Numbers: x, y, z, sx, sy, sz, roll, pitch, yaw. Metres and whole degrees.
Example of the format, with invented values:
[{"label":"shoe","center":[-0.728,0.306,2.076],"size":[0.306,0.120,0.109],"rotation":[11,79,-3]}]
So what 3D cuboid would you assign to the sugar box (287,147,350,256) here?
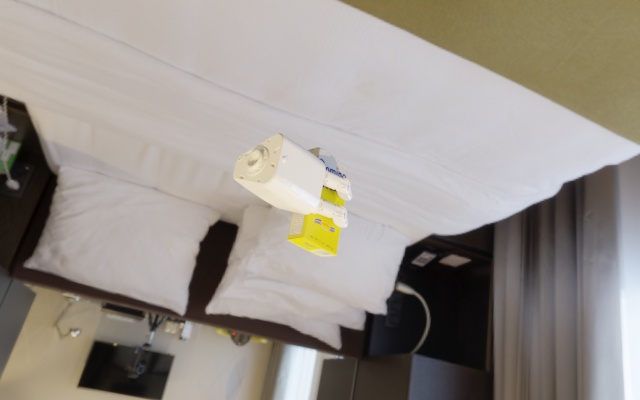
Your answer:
[{"label":"sugar box","center":[0.000,0.003,0.849],"size":[0.048,0.176,0.093],"rotation":[-9,-29,40]}]
